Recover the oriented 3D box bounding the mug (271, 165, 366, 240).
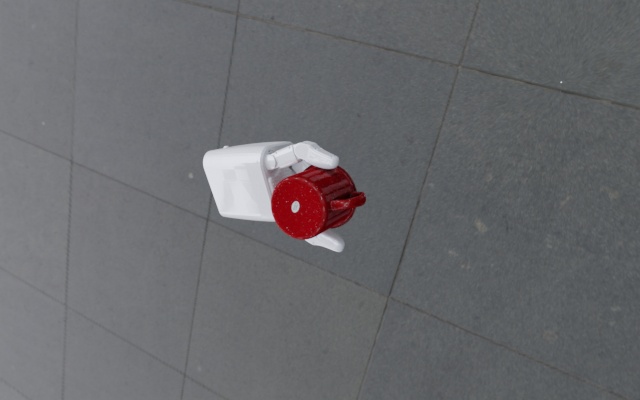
[{"bbox_3d":[0.001,0.002,0.608,0.117,0.093,0.081,2,13,28],"label":"mug"}]
